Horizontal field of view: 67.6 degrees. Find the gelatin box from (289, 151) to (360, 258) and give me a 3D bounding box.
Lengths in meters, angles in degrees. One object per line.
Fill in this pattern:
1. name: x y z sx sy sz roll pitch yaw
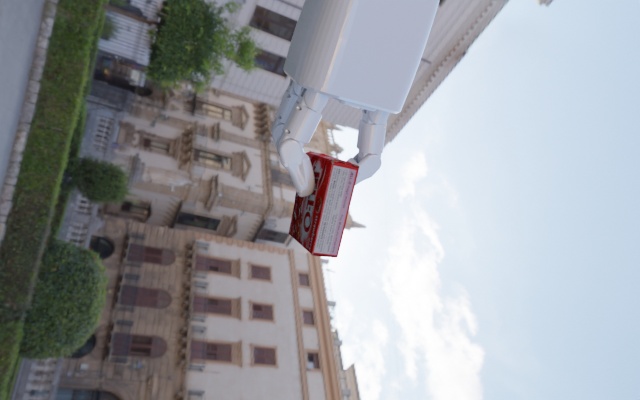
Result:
1. gelatin box: 0.000 0.002 0.457 0.030 0.089 0.073 9 8 -22
